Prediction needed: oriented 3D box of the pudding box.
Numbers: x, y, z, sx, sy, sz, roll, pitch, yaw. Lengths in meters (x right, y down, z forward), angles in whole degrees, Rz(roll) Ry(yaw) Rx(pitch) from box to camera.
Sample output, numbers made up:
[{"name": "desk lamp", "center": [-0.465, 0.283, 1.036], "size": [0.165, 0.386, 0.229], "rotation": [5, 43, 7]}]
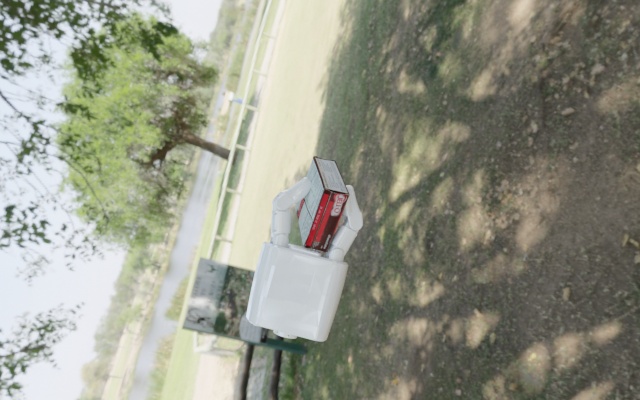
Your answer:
[{"name": "pudding box", "center": [0.000, 0.002, 0.648], "size": [0.039, 0.090, 0.113], "rotation": [13, 25, -17]}]
